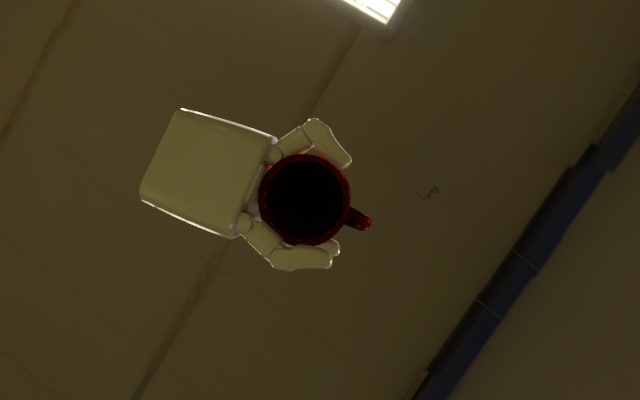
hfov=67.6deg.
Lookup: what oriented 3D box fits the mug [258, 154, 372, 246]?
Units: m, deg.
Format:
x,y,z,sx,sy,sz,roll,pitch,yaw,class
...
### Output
x,y,z,sx,sy,sz,roll,pitch,yaw,class
0.001,0.002,0.510,0.117,0.093,0.081,21,8,7,mug
